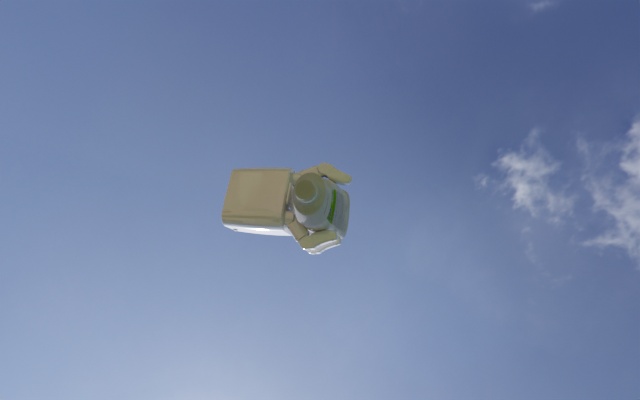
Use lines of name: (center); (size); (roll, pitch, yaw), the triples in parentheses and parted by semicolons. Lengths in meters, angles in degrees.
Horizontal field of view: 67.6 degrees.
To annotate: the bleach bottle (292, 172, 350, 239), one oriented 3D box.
bleach bottle: (0.000, 0.003, 0.779); (0.068, 0.102, 0.251); (1, -12, 10)
